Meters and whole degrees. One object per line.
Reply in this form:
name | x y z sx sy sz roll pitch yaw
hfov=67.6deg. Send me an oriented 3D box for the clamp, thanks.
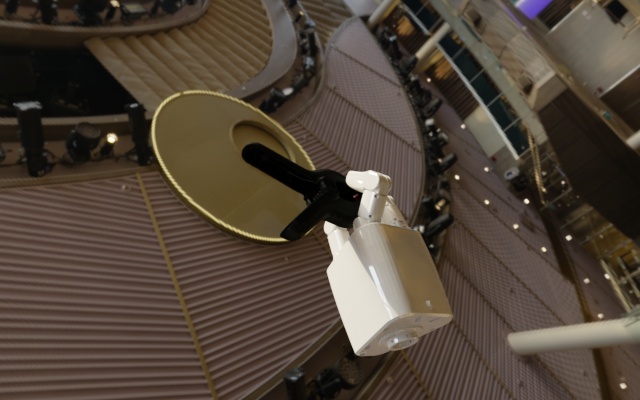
clamp | 0.000 0.002 0.515 0.171 0.120 0.039 13 -44 -38
